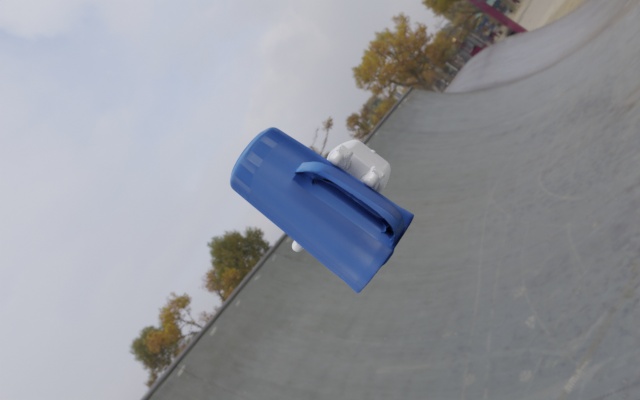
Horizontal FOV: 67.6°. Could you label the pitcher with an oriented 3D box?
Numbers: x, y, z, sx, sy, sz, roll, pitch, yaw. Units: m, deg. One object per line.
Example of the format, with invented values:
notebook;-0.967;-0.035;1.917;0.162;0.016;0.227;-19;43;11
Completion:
pitcher;0.000;0.002;0.659;0.243;0.149;0.145;36;22;4
